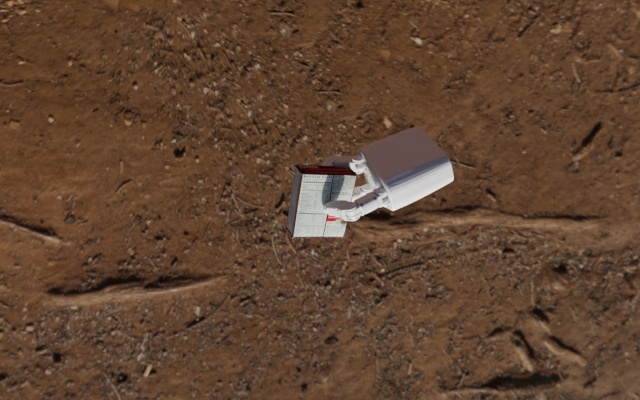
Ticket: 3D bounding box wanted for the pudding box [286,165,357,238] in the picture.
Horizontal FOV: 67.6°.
[{"bbox_3d":[0.000,0.002,0.736,0.090,0.113,0.039,2,24,-19],"label":"pudding box"}]
